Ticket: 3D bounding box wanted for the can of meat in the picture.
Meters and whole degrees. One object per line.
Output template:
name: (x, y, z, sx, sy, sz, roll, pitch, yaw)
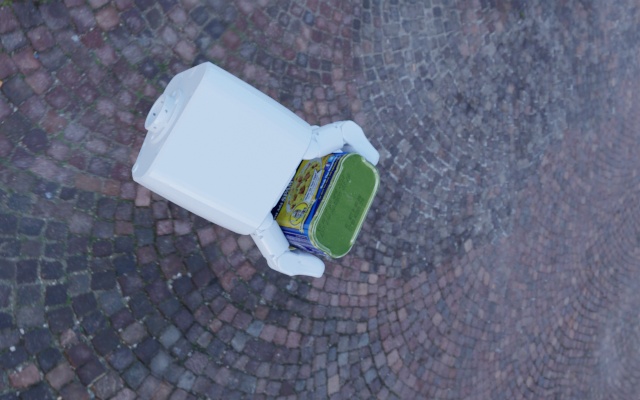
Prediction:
can of meat: (0.000, 0.002, 0.462, 0.057, 0.102, 0.084, 33, -16, -33)
